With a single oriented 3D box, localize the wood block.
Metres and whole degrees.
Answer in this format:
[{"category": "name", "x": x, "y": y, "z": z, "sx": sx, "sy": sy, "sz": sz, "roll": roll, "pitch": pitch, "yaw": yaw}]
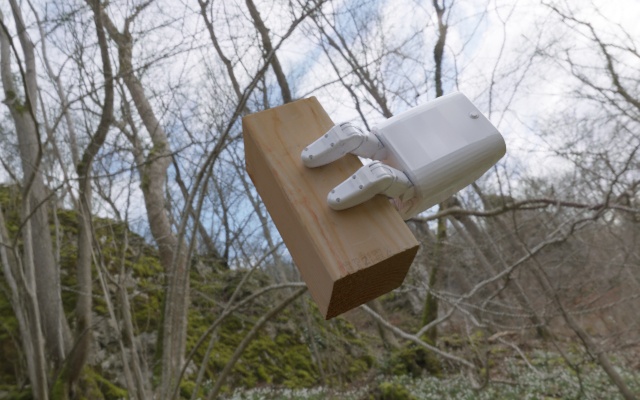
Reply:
[{"category": "wood block", "x": 0.000, "y": 0.002, "z": 0.490, "sx": 0.090, "sy": 0.206, "sz": 0.091, "roll": -21, "pitch": -31, "yaw": -18}]
